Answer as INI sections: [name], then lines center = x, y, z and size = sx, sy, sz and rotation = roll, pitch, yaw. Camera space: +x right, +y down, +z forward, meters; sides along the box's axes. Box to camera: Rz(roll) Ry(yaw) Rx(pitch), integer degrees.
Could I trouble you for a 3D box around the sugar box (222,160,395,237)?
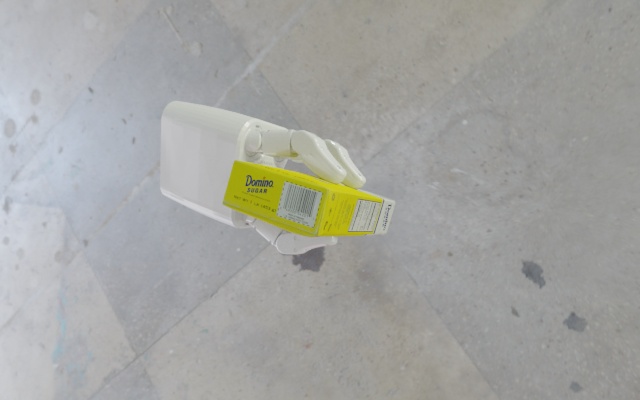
[sugar box]
center = 0.000, 0.001, 0.452
size = 0.093, 0.048, 0.176
rotation = 19, 8, 24
